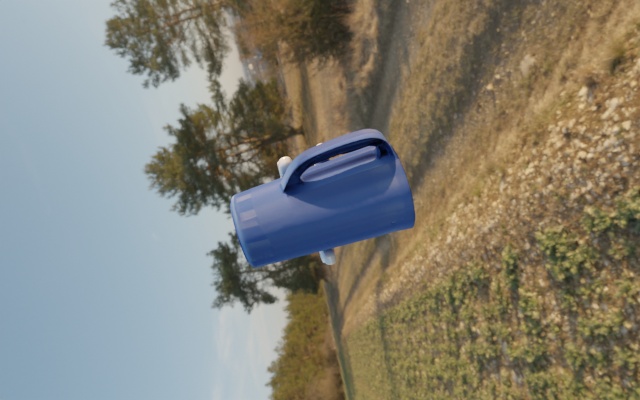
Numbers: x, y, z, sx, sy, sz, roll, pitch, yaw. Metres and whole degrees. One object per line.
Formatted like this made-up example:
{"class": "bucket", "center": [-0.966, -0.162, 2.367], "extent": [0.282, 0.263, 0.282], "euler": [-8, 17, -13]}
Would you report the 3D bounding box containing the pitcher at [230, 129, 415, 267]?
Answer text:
{"class": "pitcher", "center": [0.000, 0.002, 0.674], "extent": [0.243, 0.149, 0.145], "euler": [-17, 0, -4]}
